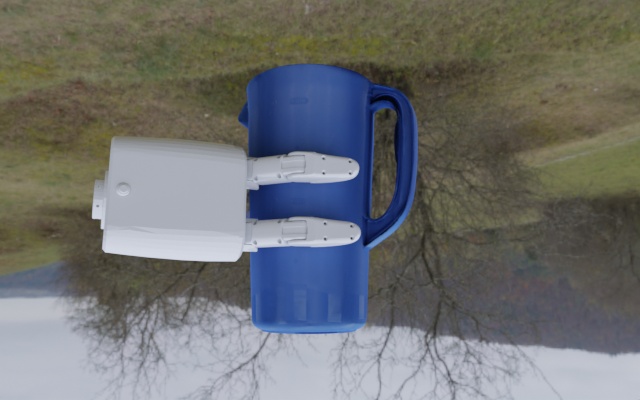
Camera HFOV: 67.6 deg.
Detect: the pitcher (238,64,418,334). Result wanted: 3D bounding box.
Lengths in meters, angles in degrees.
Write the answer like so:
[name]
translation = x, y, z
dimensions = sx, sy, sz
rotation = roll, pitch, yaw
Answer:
[pitcher]
translation = 0.000, 0.002, 0.464
dimensions = 0.145, 0.242, 0.149
rotation = 5, -12, -24
